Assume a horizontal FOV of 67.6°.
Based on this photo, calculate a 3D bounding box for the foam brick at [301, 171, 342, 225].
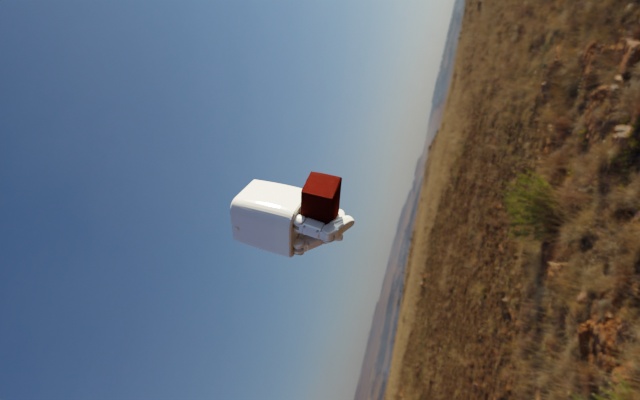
[{"bbox_3d":[0.000,0.002,0.749,0.051,0.078,0.053,15,45,11],"label":"foam brick"}]
